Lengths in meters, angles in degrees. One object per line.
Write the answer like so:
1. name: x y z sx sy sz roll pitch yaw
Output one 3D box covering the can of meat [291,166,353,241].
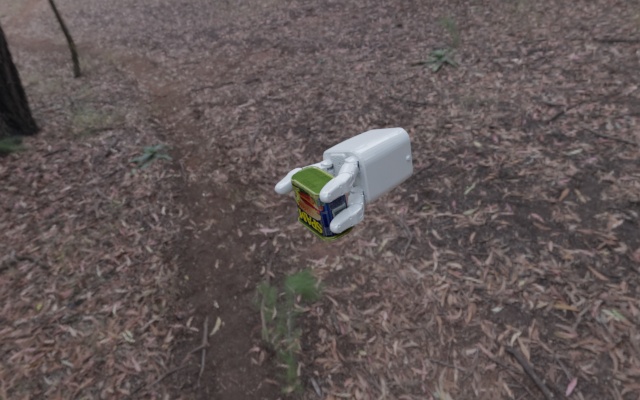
1. can of meat: 0.000 0.002 0.747 0.057 0.084 0.102 -27 35 -23
